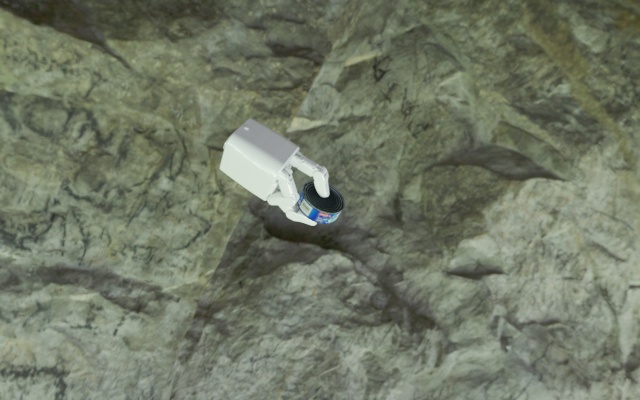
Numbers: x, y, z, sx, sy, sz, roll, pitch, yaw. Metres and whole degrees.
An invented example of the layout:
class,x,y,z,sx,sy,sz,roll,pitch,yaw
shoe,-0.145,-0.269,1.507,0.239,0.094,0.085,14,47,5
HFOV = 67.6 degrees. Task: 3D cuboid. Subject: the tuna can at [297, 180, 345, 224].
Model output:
class,x,y,z,sx,sy,sz,roll,pitch,yaw
tuna can,0.000,0.003,0.897,0.086,0.086,0.034,0,-43,-33
